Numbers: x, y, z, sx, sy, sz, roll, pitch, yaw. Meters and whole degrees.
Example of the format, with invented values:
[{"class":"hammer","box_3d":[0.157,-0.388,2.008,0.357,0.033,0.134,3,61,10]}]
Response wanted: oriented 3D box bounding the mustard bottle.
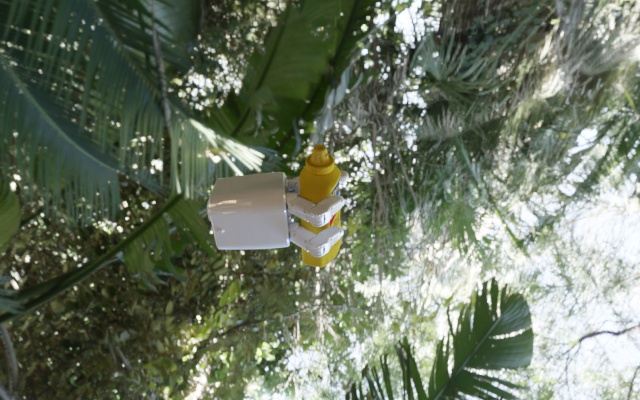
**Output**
[{"class":"mustard bottle","box_3d":[0.000,0.003,0.716,0.058,0.192,0.096,11,40,17]}]
